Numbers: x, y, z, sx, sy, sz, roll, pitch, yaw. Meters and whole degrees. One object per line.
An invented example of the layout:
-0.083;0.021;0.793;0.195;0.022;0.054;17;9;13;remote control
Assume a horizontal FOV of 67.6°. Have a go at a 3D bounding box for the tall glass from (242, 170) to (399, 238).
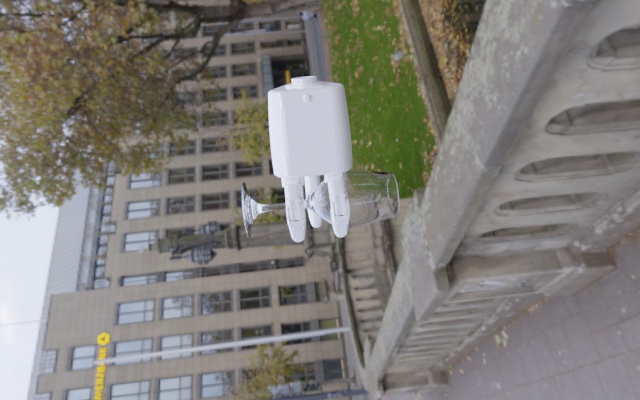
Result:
-0.001;0.002;0.639;0.201;0.079;0.079;-6;0;-3;tall glass
